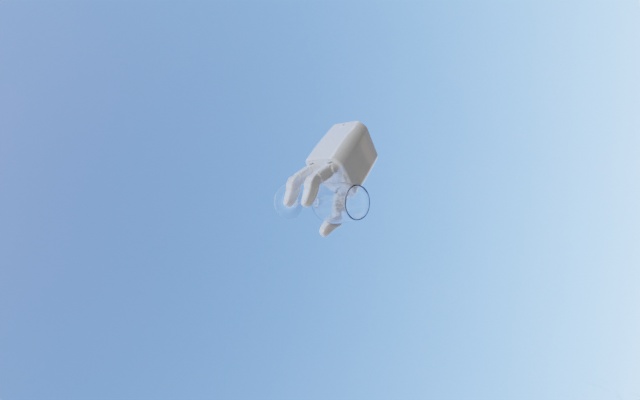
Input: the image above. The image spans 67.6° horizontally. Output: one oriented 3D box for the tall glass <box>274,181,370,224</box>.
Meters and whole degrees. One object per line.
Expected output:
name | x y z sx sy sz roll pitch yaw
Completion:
tall glass | 0.000 0.003 0.897 0.079 0.079 0.201 0 1 -40
